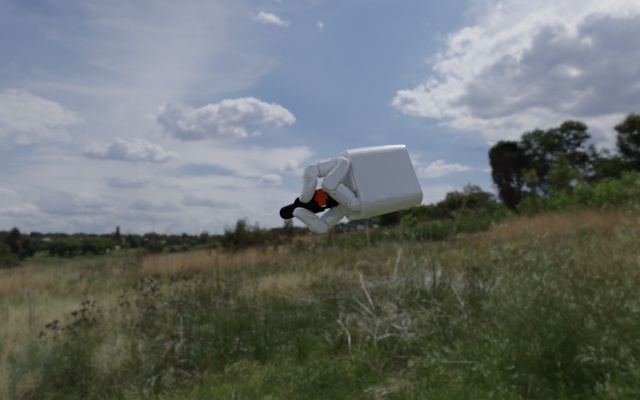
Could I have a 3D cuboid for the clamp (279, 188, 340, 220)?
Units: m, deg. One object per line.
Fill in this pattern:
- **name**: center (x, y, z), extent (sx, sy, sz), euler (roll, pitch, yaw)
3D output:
- **clamp**: center (0.000, 0.002, 0.828), extent (0.120, 0.039, 0.171), euler (-18, -1, -17)
